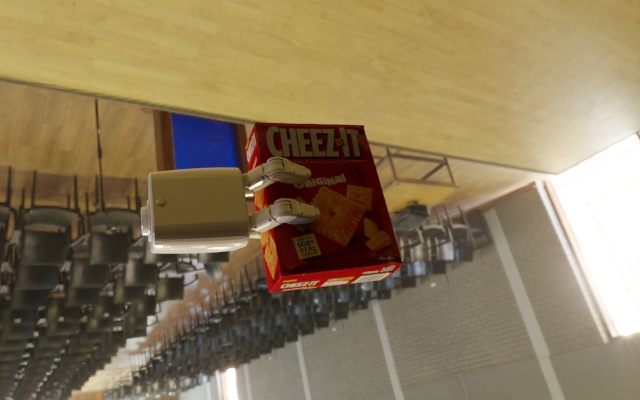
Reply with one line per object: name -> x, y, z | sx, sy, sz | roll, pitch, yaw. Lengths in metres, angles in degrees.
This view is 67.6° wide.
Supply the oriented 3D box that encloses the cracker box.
cracker box -> 0.000, 0.002, 0.627 | 0.164, 0.213, 0.072 | -2, -26, -22
